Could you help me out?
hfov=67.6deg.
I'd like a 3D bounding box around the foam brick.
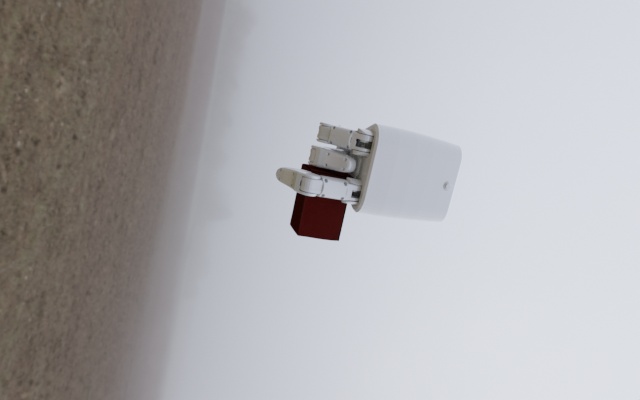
[{"bbox_3d":[0.000,0.002,0.555,0.051,0.078,0.053,9,11,-15],"label":"foam brick"}]
